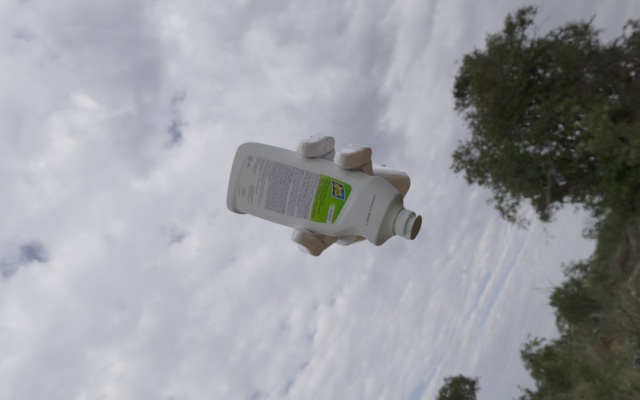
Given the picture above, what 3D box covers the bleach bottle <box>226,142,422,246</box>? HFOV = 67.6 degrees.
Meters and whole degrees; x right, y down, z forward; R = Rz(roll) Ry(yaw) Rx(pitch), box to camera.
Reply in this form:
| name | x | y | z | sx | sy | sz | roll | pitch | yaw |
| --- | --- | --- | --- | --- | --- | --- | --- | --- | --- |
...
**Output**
| name | x | y | z | sx | sy | sz | roll | pitch | yaw |
| --- | --- | --- | --- | --- | --- | --- | --- | --- | --- |
| bleach bottle | 0.000 | 0.002 | 0.581 | 0.251 | 0.102 | 0.068 | 19 | 14 | 30 |
